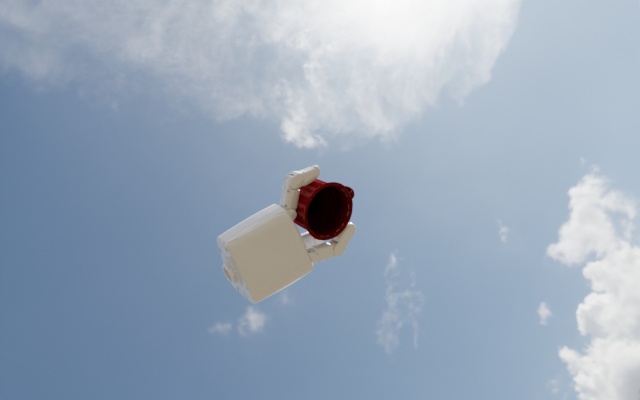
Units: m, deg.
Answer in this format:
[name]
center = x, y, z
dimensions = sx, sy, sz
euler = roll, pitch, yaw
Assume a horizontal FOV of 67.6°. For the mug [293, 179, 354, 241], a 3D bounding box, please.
[mug]
center = 0.001, 0.002, 0.768
dimensions = 0.117, 0.093, 0.081
euler = -28, 29, -27
